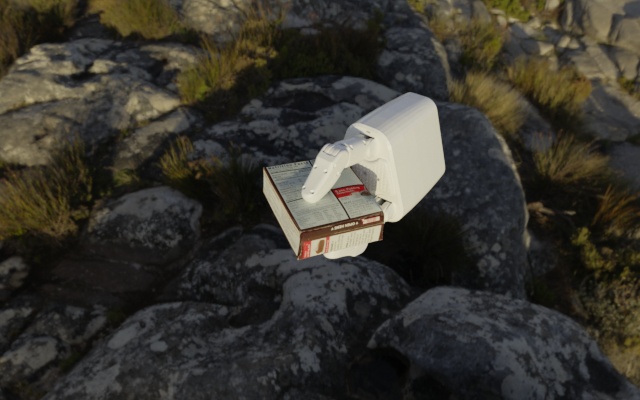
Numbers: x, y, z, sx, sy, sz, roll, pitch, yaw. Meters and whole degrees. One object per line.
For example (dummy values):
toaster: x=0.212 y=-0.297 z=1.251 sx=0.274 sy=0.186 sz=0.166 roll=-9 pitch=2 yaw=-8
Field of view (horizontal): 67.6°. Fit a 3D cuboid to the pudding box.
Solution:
pudding box: x=0.000 y=0.001 z=0.480 sx=0.090 sy=0.039 sz=0.113 roll=-12 pitch=39 yaw=-18
